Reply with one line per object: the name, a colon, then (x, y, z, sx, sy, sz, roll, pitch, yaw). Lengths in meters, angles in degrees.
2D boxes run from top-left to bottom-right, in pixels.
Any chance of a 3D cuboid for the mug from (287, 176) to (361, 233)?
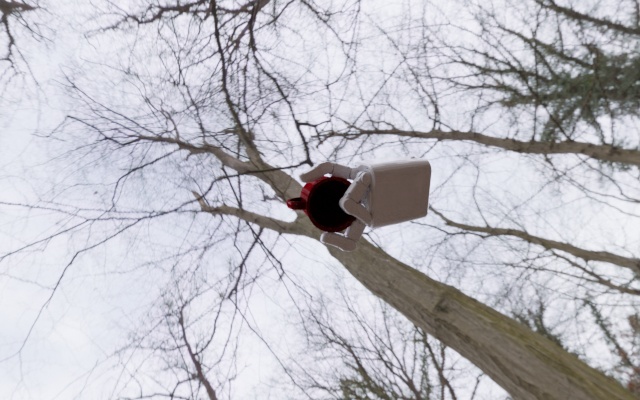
mug: (-0.001, 0.003, 0.813, 0.117, 0.093, 0.081, -7, 10, -14)
